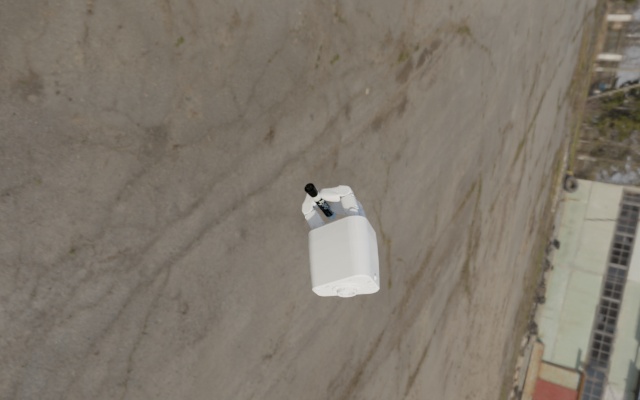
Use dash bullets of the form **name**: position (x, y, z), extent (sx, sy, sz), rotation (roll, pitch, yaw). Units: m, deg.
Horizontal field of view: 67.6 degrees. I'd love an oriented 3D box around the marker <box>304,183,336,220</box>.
- **marker**: position (0.000, 0.003, 0.862), extent (0.020, 0.020, 0.121), rotation (0, -26, 23)
